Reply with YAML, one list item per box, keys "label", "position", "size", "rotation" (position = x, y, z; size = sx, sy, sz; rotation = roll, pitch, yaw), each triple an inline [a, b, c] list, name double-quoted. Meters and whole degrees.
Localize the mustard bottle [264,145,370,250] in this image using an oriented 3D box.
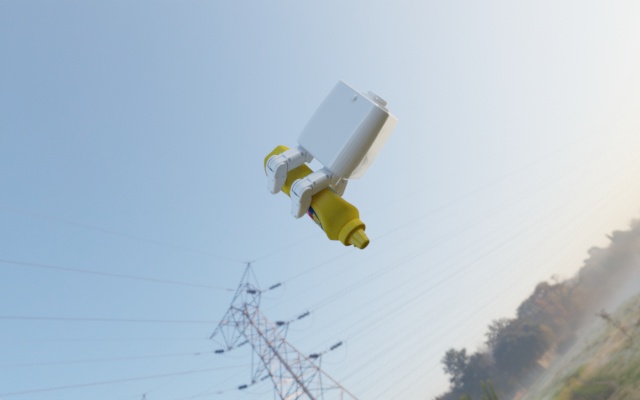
- label: "mustard bottle"
  position: [0.000, 0.002, 0.685]
  size: [0.191, 0.058, 0.096]
  rotation: [43, -9, 29]
